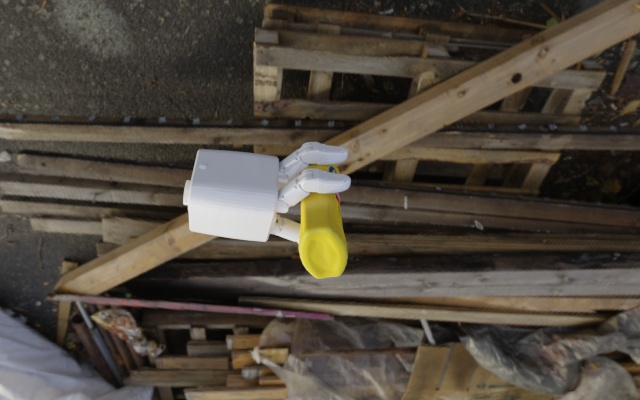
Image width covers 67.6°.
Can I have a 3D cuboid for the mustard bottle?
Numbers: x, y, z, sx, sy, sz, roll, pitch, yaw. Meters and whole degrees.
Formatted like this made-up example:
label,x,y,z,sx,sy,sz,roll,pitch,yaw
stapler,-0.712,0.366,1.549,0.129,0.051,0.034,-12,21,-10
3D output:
label,x,y,z,sx,sy,sz,roll,pitch,yaw
mustard bottle,0.000,0.002,0.639,0.058,0.096,0.191,-9,43,6
